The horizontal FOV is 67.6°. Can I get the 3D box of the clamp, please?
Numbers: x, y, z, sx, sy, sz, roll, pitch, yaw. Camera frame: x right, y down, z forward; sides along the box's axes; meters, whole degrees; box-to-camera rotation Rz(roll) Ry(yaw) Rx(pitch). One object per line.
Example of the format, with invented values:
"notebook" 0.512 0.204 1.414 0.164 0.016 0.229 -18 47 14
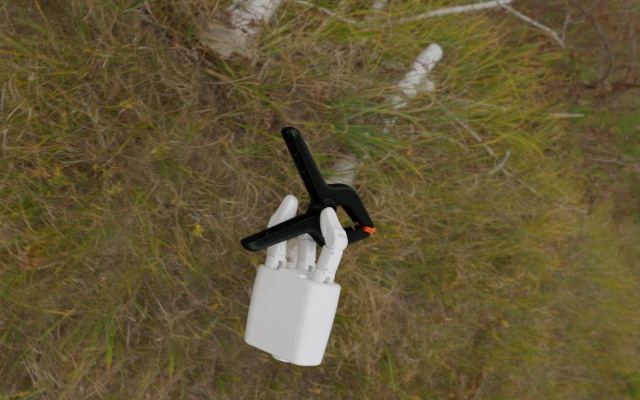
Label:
"clamp" 0.001 0.003 0.653 0.210 0.164 0.036 16 -1 -40
